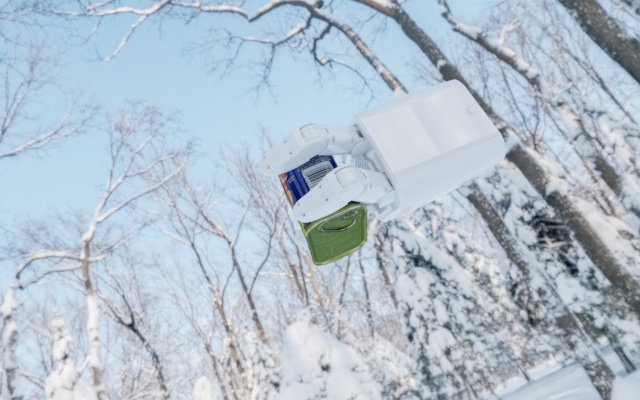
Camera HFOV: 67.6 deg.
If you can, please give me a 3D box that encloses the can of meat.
[{"bbox_3d":[0.000,0.001,0.445,0.057,0.084,0.102,-24,-26,-6],"label":"can of meat"}]
